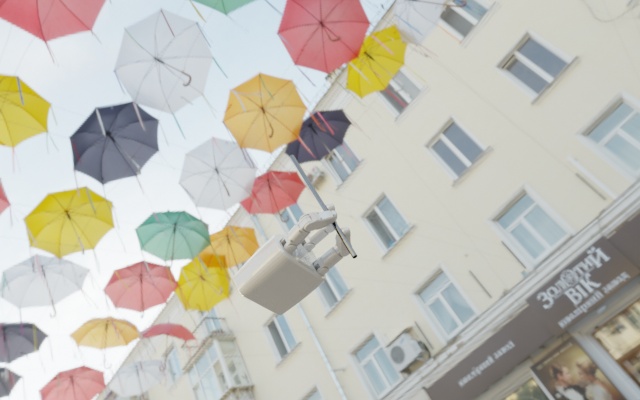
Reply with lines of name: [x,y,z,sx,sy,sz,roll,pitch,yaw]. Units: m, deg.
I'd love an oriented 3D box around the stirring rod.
stirring rod: [0.000,0.003,0.784,0.011,0.011,0.239,0,43,-36]
